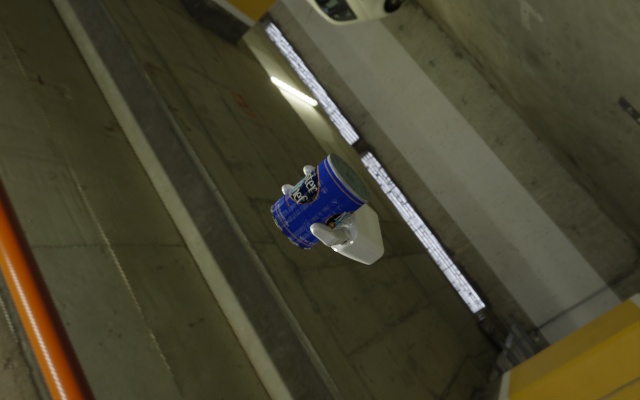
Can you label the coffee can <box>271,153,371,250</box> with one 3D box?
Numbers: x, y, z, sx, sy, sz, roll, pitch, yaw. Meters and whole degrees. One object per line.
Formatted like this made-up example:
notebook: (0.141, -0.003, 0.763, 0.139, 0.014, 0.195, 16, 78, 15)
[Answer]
coffee can: (0.000, 0.003, 0.821, 0.140, 0.102, 0.103, -40, -14, 17)
